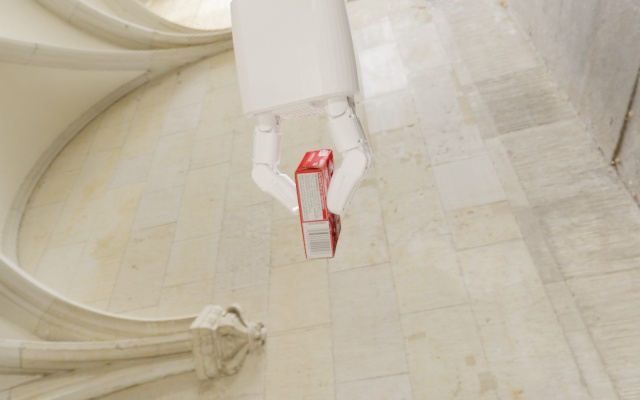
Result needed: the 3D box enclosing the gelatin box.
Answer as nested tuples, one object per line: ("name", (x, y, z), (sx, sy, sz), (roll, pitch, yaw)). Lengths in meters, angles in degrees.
("gelatin box", (0.000, 0.002, 0.460), (0.030, 0.089, 0.073), (-4, 18, 9))
